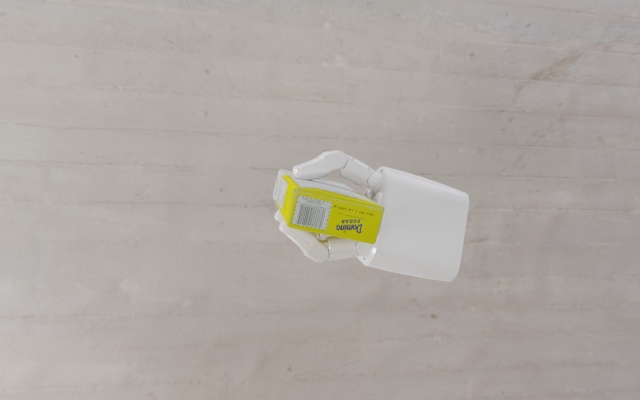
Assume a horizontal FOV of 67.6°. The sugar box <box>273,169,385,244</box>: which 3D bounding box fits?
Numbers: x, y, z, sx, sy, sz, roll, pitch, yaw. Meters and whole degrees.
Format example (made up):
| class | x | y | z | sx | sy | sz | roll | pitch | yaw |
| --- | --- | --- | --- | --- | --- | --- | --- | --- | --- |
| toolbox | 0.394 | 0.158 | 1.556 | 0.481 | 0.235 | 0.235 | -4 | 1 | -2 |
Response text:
| class | x | y | z | sx | sy | sz | roll | pitch | yaw |
| --- | --- | --- | --- | --- | --- | --- | --- | --- | --- |
| sugar box | 0.000 | 0.002 | 0.542 | 0.093 | 0.048 | 0.176 | 13 | 5 | -11 |
